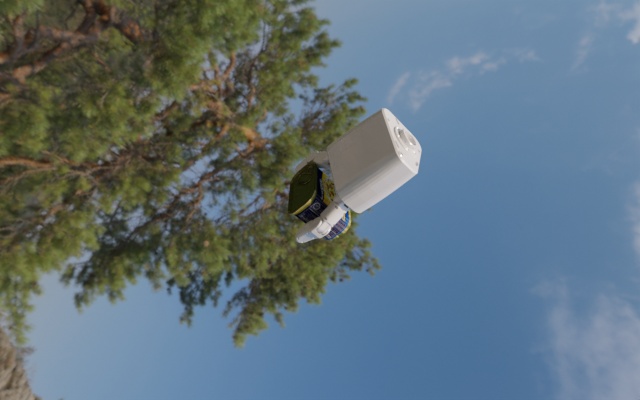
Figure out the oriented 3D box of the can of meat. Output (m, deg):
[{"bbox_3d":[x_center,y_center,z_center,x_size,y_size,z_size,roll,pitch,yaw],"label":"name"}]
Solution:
[{"bbox_3d":[0.000,0.003,0.741,0.057,0.102,0.084,-37,-60,26],"label":"can of meat"}]
